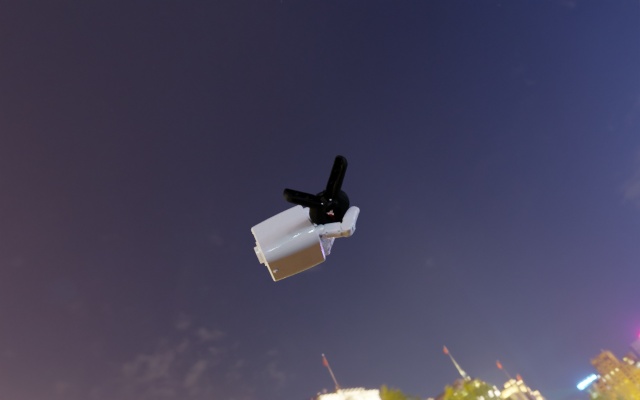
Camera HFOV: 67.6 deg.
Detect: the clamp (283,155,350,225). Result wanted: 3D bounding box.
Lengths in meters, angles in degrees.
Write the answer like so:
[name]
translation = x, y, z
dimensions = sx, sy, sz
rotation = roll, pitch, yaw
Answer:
[clamp]
translation = 0.000, 0.002, 0.841
dimensions = 0.120, 0.039, 0.172
rotation = -23, -39, -8
